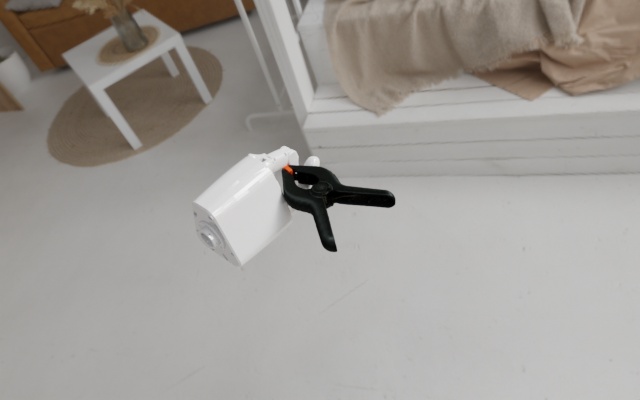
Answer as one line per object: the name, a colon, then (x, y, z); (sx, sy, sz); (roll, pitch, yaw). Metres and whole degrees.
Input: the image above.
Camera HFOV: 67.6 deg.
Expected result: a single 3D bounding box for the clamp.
clamp: (0.000, 0.002, 0.641); (0.171, 0.039, 0.120); (23, 46, 34)
